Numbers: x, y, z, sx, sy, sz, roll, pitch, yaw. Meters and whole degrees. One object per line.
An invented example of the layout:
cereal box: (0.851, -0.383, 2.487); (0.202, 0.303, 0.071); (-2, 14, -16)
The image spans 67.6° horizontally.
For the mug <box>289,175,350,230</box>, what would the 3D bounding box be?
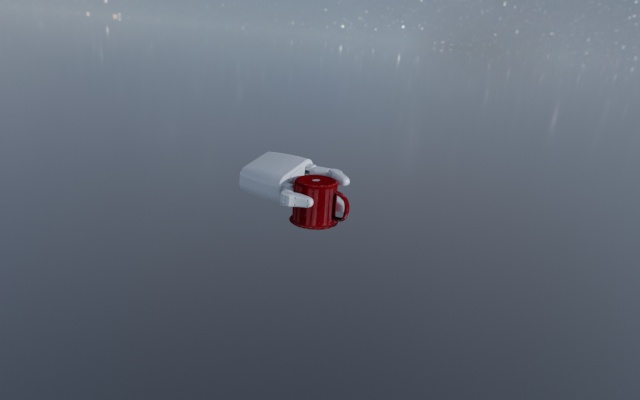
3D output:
mug: (0.001, 0.003, 0.885); (0.117, 0.081, 0.093); (15, 21, 29)
